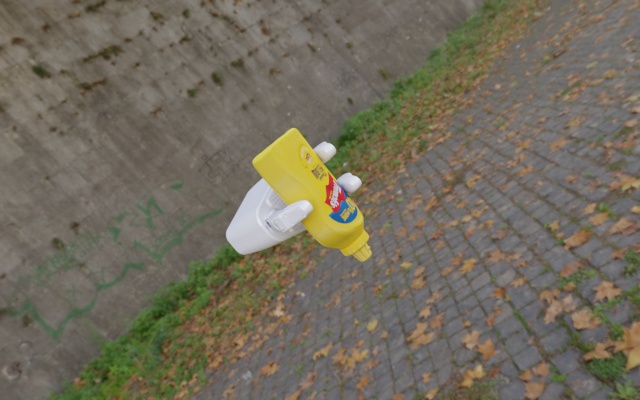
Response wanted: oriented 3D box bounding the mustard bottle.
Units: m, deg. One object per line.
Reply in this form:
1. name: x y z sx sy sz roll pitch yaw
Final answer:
1. mustard bottle: 0.000 0.002 0.610 0.058 0.191 0.096 -34 10 26
